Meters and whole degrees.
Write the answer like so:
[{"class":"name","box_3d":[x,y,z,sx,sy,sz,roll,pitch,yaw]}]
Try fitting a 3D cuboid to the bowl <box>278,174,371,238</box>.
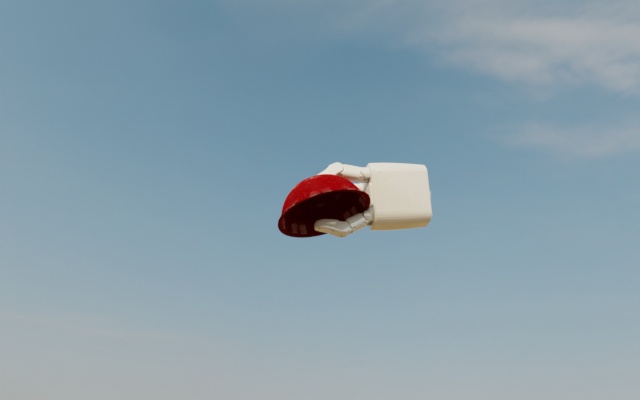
[{"class":"bowl","box_3d":[-0.001,0.002,0.807,0.162,0.055,0.162,-15,-26,-7]}]
